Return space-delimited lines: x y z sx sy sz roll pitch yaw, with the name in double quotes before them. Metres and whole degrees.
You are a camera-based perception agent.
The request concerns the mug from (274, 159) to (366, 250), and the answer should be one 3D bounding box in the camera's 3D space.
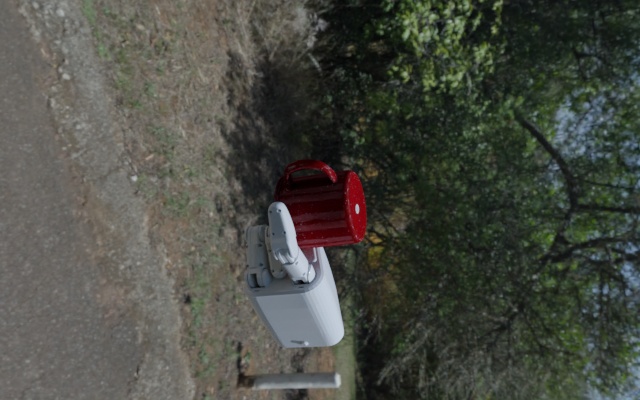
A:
"mug" 0.000 0.001 0.528 0.081 0.117 0.093 -7 38 18
